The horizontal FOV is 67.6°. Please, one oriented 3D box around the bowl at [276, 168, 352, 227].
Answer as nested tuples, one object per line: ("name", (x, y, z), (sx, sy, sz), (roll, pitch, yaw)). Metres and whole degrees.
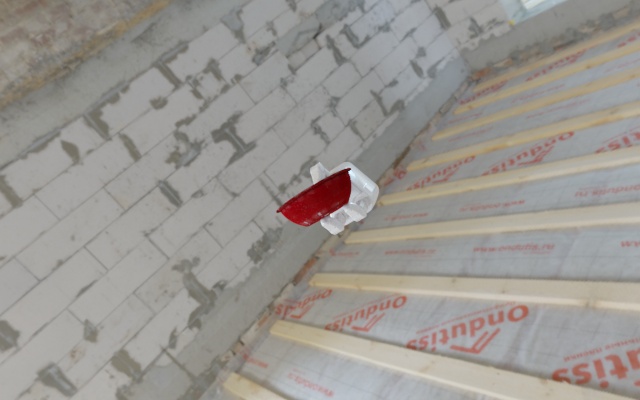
("bowl", (0.000, 0.004, 0.885), (0.162, 0.055, 0.162), (-30, -4, -3))
